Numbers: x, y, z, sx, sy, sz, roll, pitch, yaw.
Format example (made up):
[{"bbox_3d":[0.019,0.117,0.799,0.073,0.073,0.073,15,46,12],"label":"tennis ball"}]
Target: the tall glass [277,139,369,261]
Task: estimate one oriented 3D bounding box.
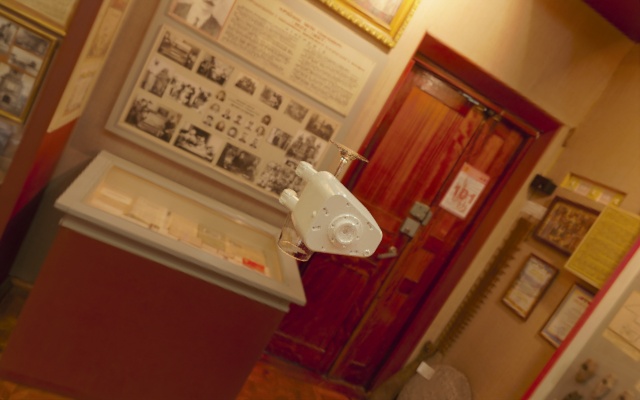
[{"bbox_3d":[0.000,0.002,0.807,0.079,0.201,0.079,28,10,-6],"label":"tall glass"}]
